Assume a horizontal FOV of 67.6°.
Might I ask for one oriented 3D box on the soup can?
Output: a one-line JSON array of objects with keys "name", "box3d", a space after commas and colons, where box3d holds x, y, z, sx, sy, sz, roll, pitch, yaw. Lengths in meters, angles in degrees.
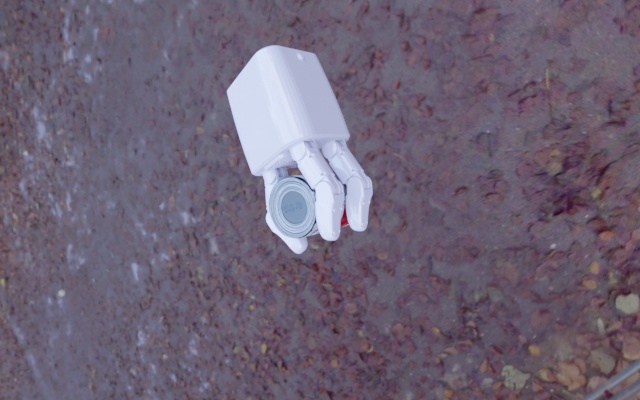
[{"name": "soup can", "box3d": [0.000, 0.002, 0.536, 0.068, 0.068, 0.102, 0, 6, 37]}]
